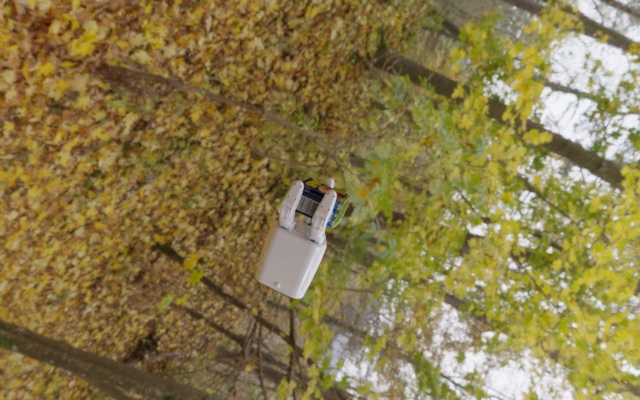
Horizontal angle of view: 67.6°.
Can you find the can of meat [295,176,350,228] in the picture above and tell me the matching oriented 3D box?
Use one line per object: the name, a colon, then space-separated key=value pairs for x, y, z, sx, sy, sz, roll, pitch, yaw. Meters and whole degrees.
can of meat: x=0.000 y=0.003 z=0.817 sx=0.084 sy=0.057 sz=0.102 roll=24 pitch=12 yaw=8
